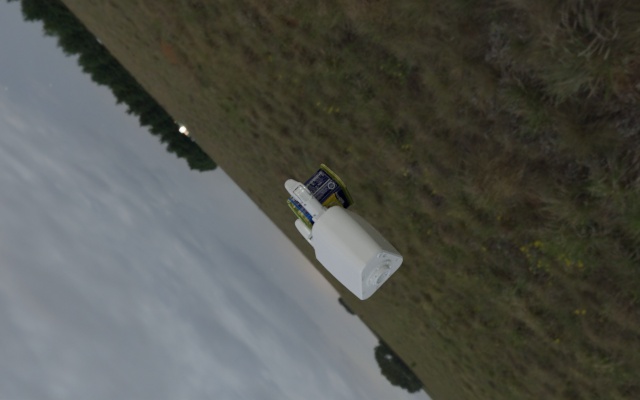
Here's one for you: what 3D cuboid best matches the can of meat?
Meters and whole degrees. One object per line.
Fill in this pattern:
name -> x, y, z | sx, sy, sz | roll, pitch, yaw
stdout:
can of meat -> 0.000, 0.003, 0.775 | 0.057, 0.084, 0.102 | 43, -7, 27
